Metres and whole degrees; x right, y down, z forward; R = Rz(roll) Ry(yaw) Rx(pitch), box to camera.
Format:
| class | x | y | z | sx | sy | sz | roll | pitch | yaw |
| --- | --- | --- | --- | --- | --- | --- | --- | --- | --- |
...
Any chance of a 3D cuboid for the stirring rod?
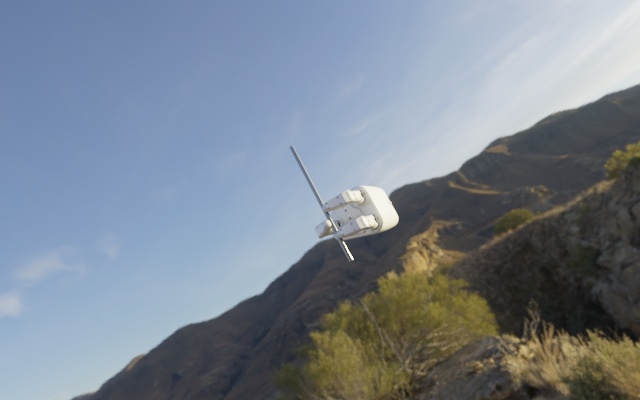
| class | x | y | z | sx | sy | sz | roll | pitch | yaw |
| --- | --- | --- | --- | --- | --- | --- | --- | --- | --- |
| stirring rod | 0.000 | 0.003 | 0.872 | 0.011 | 0.239 | 0.011 | -26 | -12 | -6 |
